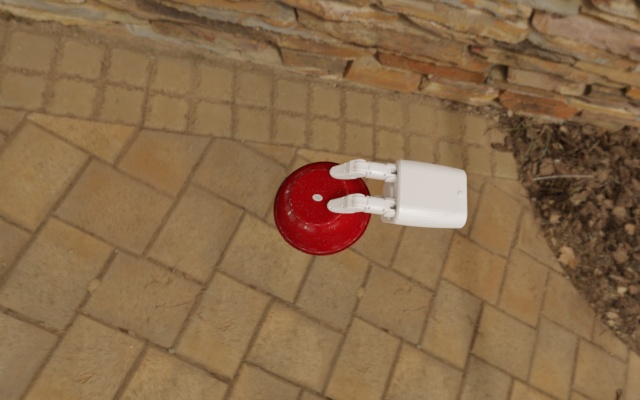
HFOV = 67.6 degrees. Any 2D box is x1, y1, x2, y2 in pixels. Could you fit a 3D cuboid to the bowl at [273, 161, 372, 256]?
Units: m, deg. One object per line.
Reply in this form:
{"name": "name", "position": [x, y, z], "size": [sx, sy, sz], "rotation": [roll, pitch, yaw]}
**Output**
{"name": "bowl", "position": [-0.001, 0.003, 0.751], "size": [0.162, 0.162, 0.055], "rotation": [0, -19, 7]}
